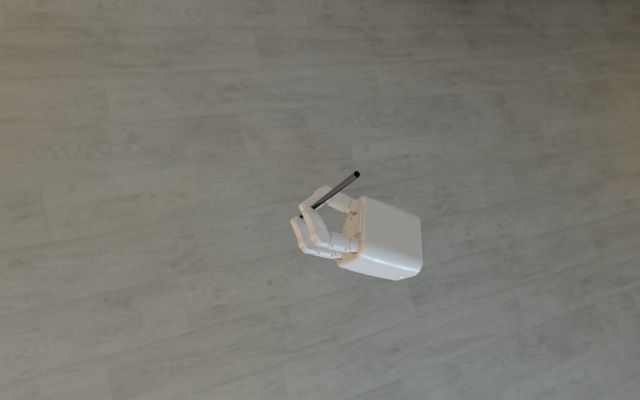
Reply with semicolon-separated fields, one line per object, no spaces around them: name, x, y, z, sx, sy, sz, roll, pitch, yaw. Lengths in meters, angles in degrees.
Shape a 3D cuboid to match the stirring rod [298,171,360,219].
stirring rod;0.000;0.002;0.670;0.011;0.011;0.239;0;-16;-22
